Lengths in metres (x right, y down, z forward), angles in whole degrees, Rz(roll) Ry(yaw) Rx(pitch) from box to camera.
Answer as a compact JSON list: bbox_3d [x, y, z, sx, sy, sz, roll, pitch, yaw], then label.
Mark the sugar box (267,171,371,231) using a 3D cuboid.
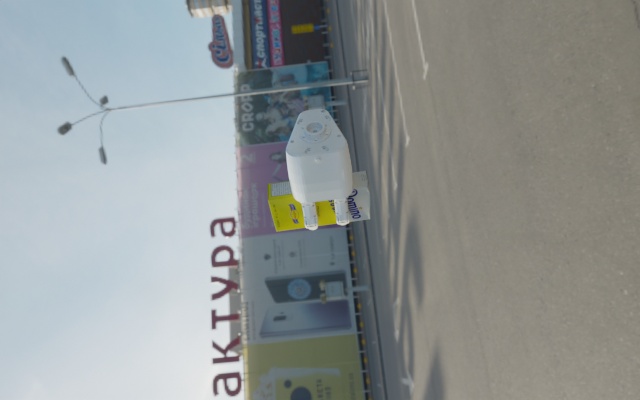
[{"bbox_3d":[0.000,0.003,0.853,0.176,0.048,0.093,-6,-41,3],"label":"sugar box"}]
